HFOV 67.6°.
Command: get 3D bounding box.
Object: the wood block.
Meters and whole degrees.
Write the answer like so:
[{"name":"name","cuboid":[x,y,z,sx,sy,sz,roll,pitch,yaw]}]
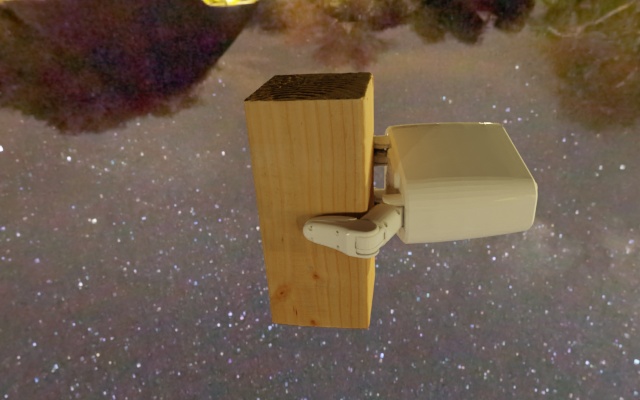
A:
[{"name":"wood block","cuboid":[0.000,0.002,0.419,0.090,0.206,0.090,1,26,10]}]
